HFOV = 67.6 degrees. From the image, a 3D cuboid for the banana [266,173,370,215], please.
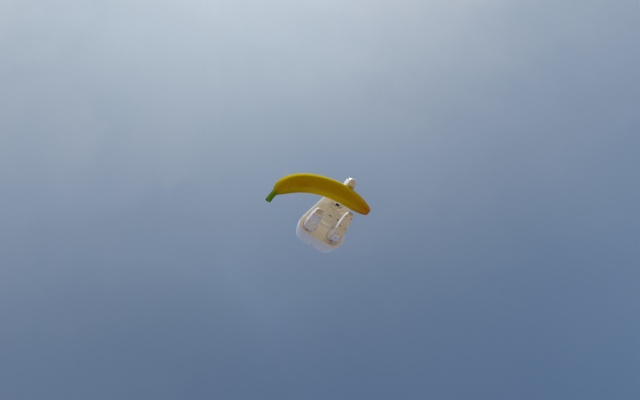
[{"bbox_3d":[-0.002,-0.015,0.896,0.198,0.069,0.037,7,-18,-9],"label":"banana"}]
